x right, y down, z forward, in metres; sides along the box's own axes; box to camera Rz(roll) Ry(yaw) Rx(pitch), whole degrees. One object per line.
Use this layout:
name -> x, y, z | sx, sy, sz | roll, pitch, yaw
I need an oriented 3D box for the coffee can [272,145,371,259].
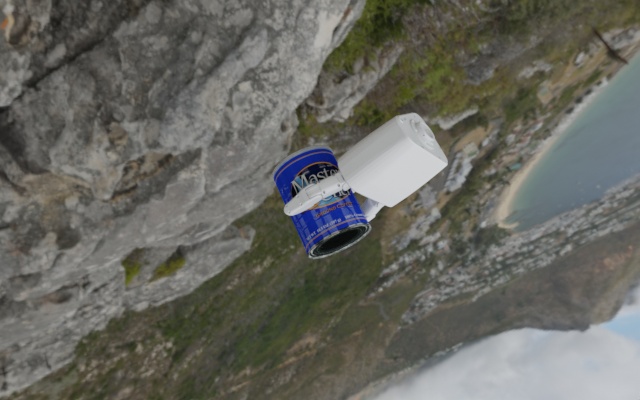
coffee can -> 0.000, 0.002, 0.721 | 0.103, 0.140, 0.103 | -23, -20, -9
